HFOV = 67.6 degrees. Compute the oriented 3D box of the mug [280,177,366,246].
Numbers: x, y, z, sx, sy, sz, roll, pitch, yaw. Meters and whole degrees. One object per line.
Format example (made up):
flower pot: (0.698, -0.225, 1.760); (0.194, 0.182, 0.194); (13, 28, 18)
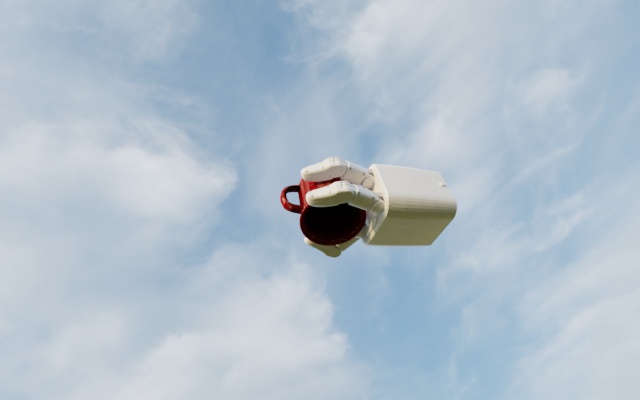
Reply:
mug: (-0.001, 0.002, 0.679); (0.117, 0.093, 0.081); (5, 36, -14)
